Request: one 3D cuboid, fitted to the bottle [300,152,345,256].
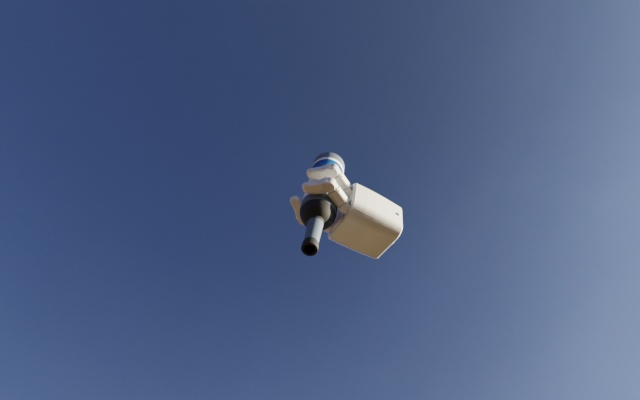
[{"bbox_3d":[0.000,0.003,0.885,0.069,0.069,0.295,0,31,8],"label":"bottle"}]
